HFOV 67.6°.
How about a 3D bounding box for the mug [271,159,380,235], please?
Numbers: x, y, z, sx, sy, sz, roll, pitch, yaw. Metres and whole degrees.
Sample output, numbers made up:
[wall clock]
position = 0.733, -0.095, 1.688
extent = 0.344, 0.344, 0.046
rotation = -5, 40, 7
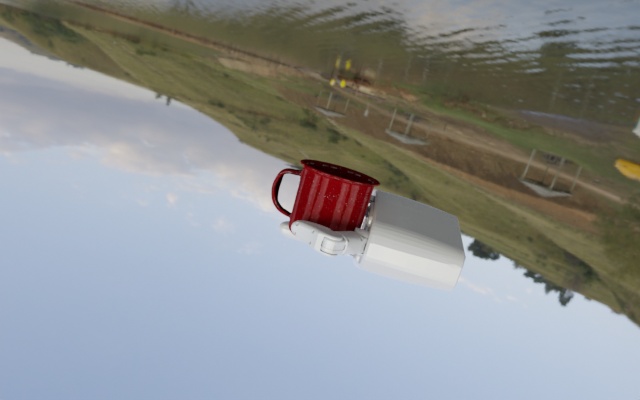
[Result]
[mug]
position = -0.001, 0.002, 0.544
extent = 0.117, 0.081, 0.093
rotation = 16, 12, 1
